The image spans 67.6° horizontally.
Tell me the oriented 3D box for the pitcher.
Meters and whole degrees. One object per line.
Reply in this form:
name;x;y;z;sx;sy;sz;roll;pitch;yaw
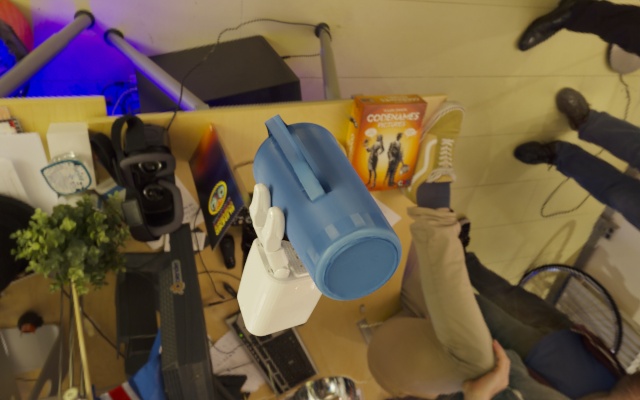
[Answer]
pitcher;0.000;0.002;0.612;0.149;0.145;0.242;8;30;-29
